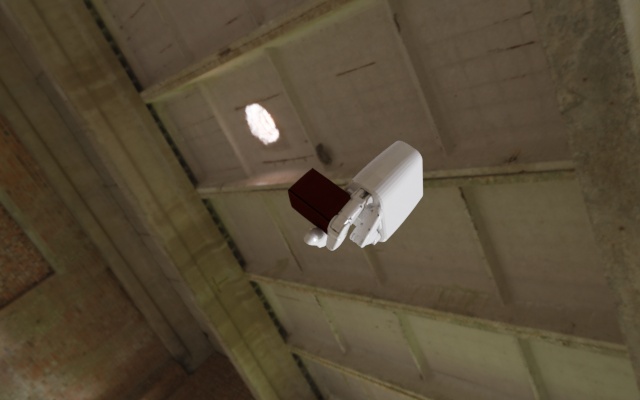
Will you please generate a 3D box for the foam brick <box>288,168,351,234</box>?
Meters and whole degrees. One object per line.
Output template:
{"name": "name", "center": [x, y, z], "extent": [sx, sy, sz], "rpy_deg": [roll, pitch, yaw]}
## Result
{"name": "foam brick", "center": [0.000, 0.002, 0.685], "extent": [0.078, 0.051, 0.053], "rpy_deg": [37, -20, 18]}
